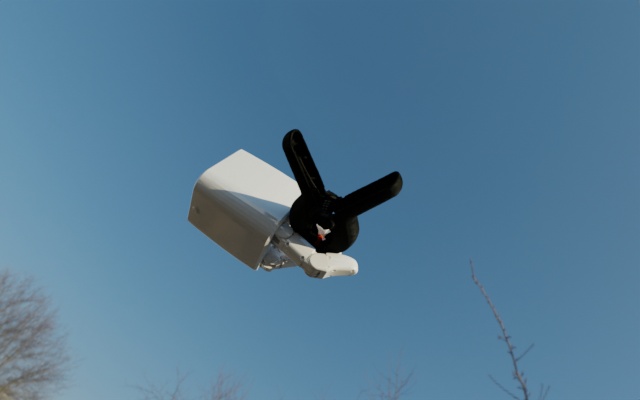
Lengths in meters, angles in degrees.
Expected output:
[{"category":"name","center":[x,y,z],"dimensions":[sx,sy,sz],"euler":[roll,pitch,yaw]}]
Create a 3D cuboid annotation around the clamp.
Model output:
[{"category":"clamp","center":[0.000,0.001,0.500],"dimensions":[0.120,0.172,0.039],"euler":[34,48,4]}]
